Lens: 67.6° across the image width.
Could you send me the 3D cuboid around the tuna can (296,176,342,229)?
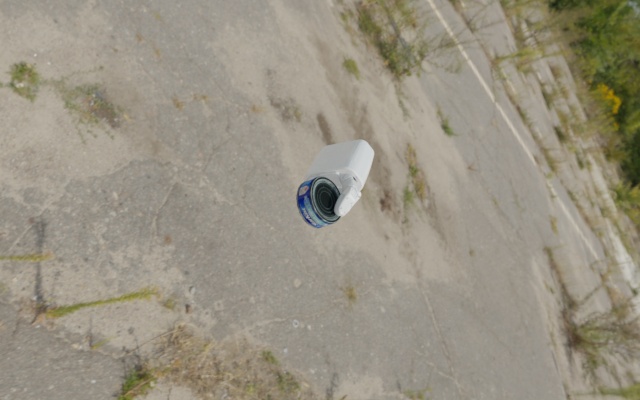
[{"bbox_3d":[0.001,0.003,0.819,0.034,0.086,0.086,-20,-13,39],"label":"tuna can"}]
